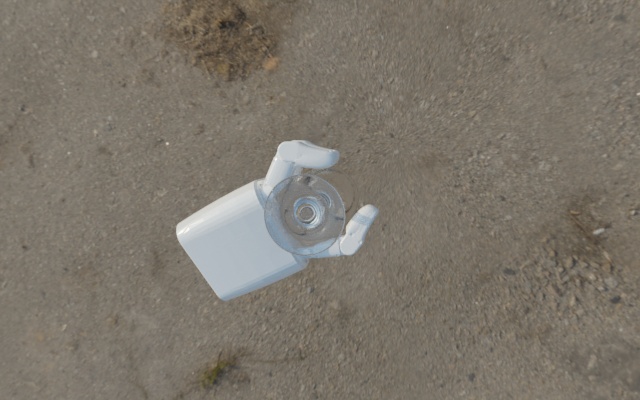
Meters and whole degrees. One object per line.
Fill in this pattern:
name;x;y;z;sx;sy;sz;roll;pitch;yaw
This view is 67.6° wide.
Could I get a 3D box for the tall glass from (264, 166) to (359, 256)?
tall glass;0.000;0.002;0.523;0.079;0.079;0.201;0;7;9
